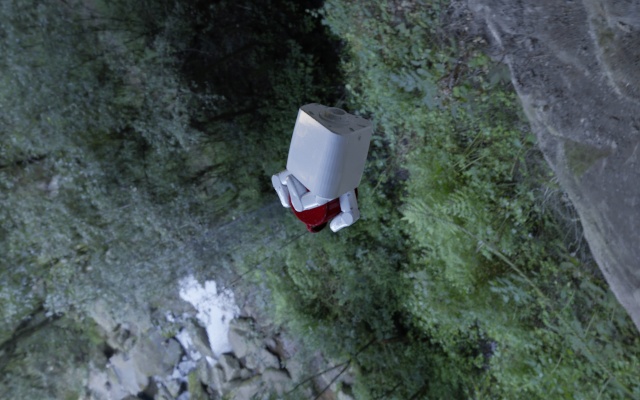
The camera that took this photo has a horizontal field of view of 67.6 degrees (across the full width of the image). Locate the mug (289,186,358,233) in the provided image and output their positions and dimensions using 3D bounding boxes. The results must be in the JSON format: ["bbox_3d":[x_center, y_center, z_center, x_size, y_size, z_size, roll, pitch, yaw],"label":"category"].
[{"bbox_3d":[0.000,0.004,0.806,0.093,0.117,0.081,29,34,27],"label":"mug"}]
